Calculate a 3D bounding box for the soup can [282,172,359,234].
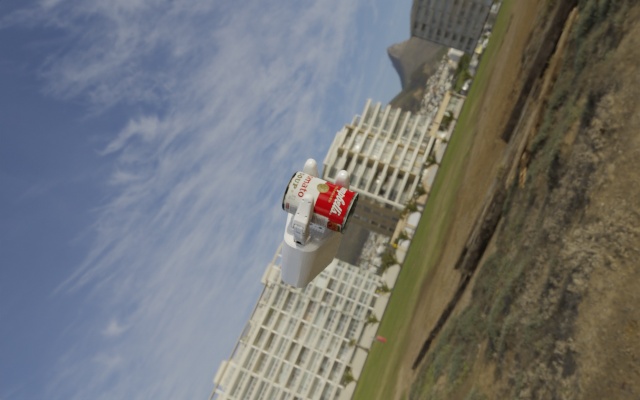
[{"bbox_3d":[0.000,0.002,0.737,0.102,0.068,0.068,21,4,10],"label":"soup can"}]
